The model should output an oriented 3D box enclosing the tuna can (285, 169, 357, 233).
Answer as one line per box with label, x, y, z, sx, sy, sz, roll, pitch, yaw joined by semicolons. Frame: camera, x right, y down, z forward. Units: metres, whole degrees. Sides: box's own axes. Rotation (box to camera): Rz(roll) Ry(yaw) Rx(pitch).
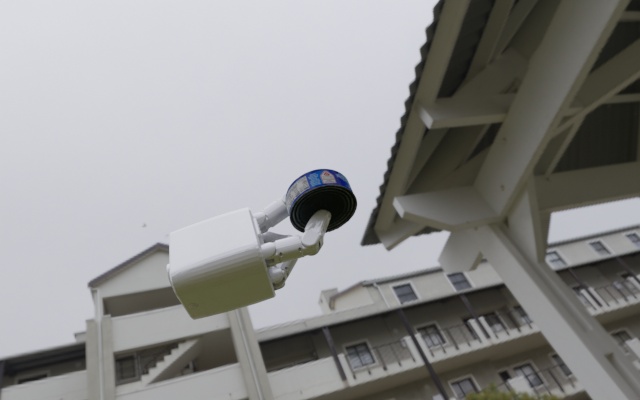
tuna can;0.000;0.002;0.595;0.086;0.033;0.086;-11;-43;-10
